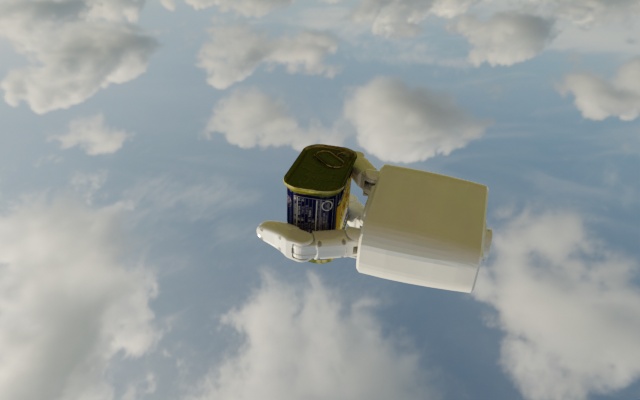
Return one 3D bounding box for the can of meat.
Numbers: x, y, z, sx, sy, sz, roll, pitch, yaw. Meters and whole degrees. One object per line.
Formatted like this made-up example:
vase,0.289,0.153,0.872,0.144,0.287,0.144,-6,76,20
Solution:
can of meat,0.000,0.002,0.485,0.057,0.084,0.102,9,31,10
